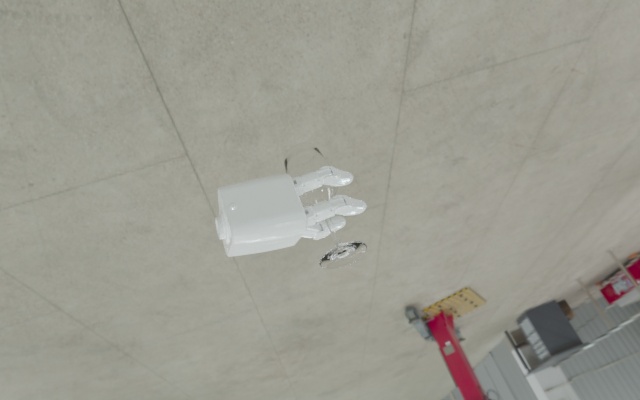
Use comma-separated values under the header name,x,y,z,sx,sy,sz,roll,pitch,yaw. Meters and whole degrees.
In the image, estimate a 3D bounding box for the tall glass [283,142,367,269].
name,x,y,z,sx,sy,sz,roll,pitch,yaw
tall glass,0.000,0.003,0.746,0.079,0.201,0.079,-16,-31,-10
